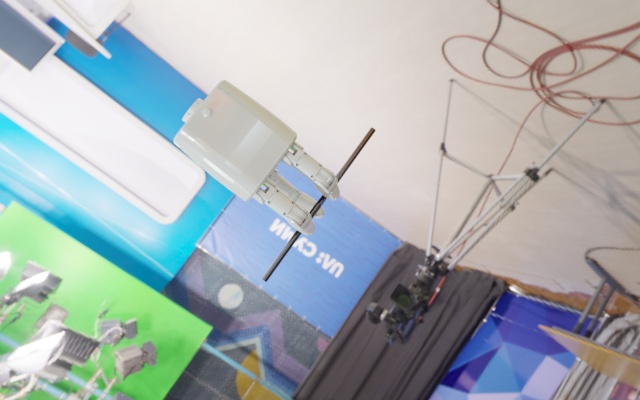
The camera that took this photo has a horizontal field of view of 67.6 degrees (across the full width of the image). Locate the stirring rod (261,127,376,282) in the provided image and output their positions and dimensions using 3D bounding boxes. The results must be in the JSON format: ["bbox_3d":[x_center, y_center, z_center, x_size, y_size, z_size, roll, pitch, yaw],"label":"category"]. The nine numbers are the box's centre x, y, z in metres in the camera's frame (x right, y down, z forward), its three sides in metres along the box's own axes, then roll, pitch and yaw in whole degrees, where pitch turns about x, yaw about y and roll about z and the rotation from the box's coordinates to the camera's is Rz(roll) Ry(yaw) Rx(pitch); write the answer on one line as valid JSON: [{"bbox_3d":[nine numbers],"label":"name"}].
[{"bbox_3d":[0.000,0.002,0.605,0.011,0.239,0.011,35,-11,7],"label":"stirring rod"}]
